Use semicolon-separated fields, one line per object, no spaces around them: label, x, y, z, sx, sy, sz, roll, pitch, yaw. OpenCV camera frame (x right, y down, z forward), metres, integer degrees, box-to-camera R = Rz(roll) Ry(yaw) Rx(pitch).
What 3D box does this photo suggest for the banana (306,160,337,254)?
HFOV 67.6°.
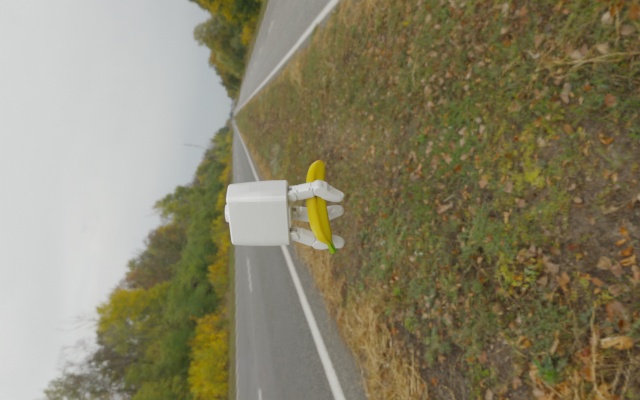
banana;-0.004;-0.002;0.876;0.037;0.197;0.070;-11;-29;10
